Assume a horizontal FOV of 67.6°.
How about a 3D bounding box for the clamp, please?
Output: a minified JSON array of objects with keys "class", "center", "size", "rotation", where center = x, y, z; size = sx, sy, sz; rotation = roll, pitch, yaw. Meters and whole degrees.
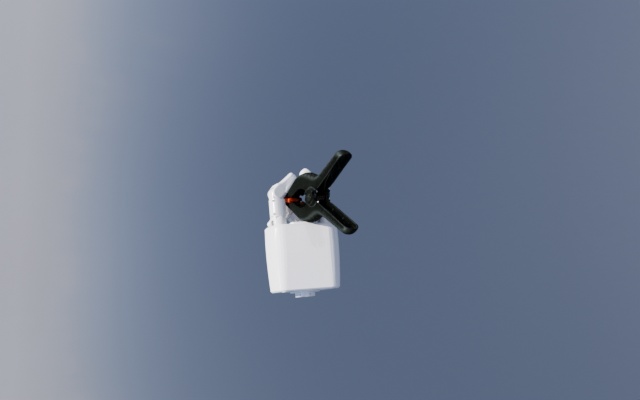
[{"class":"clamp","center":[-0.001,0.002,0.734],"size":[0.039,0.120,0.171],"rotation":[2,-14,-32]}]
